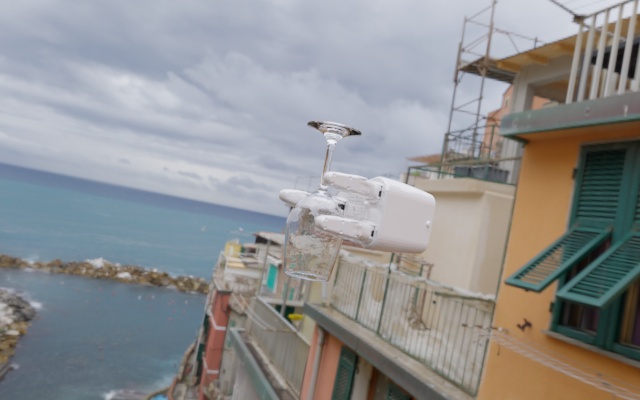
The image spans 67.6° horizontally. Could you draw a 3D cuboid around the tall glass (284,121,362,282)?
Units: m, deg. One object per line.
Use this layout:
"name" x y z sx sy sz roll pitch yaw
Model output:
"tall glass" 0.000 0.001 0.631 0.079 0.201 0.079 11 -3 1
